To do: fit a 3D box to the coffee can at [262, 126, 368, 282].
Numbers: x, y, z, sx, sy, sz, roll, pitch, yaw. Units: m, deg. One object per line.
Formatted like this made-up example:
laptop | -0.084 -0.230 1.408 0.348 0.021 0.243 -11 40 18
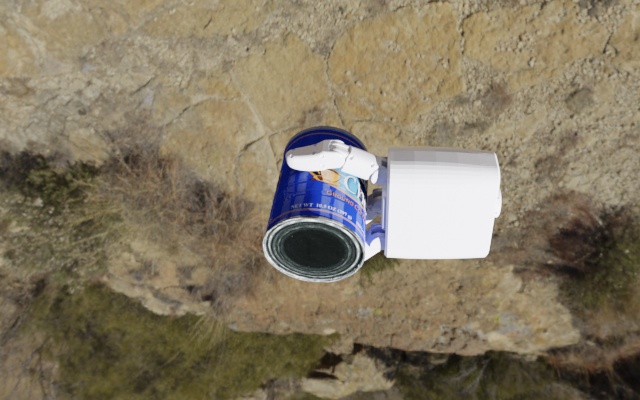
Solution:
coffee can | 0.000 0.002 0.518 0.103 0.140 0.103 4 -44 4
